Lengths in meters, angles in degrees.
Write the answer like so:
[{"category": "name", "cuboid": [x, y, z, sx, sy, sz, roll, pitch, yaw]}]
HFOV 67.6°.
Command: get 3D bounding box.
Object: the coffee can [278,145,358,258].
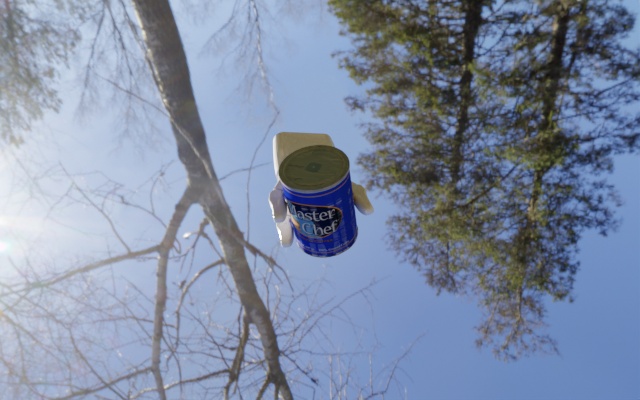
[{"category": "coffee can", "cuboid": [0.000, 0.002, 0.723, 0.103, 0.140, 0.102, -6, 42, 5]}]
